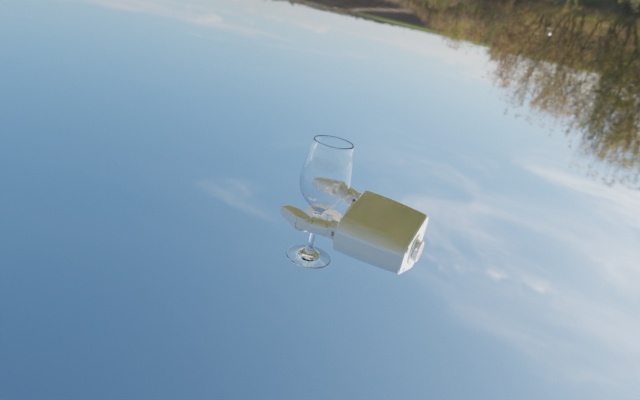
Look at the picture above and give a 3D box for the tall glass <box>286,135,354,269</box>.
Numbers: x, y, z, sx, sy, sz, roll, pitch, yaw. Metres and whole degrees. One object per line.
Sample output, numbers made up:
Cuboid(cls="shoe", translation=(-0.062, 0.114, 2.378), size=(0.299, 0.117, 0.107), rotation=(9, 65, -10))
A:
Cuboid(cls="tall glass", translation=(0.000, 0.003, 0.747), size=(0.079, 0.201, 0.079), rotation=(10, 22, -4))
